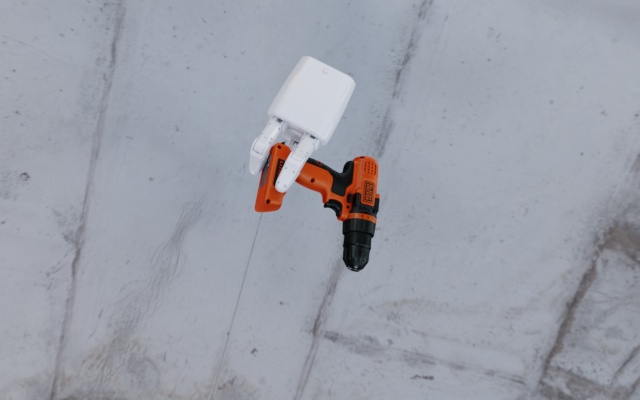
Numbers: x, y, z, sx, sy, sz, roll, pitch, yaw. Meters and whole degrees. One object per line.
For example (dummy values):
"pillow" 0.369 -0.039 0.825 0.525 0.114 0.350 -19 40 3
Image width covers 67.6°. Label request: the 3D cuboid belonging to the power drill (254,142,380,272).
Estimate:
"power drill" 0.000 0.002 0.715 0.188 0.184 0.057 16 -23 -22
